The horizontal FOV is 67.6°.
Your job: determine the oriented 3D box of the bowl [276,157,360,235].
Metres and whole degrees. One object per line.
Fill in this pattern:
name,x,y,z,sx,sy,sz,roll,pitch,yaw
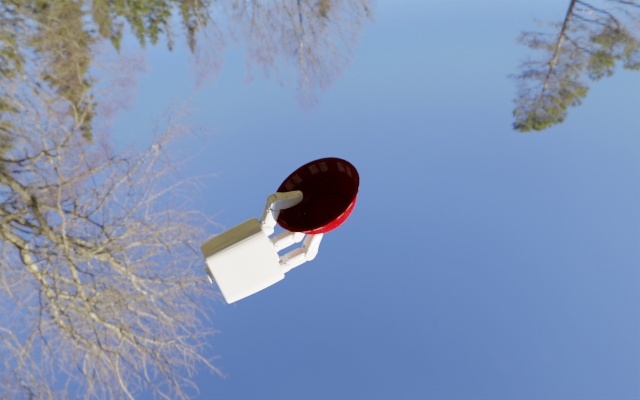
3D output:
bowl,0.002,0.002,0.817,0.162,0.162,0.055,0,-38,32
